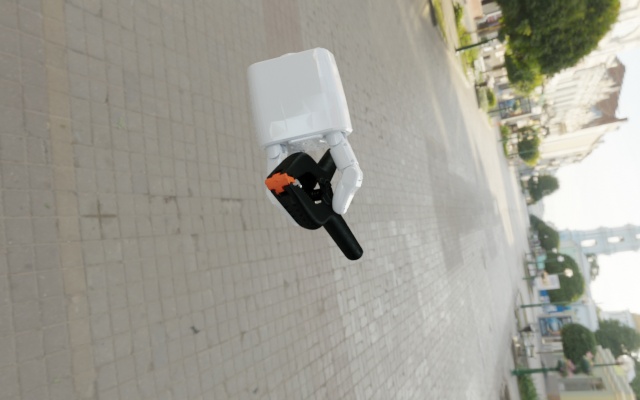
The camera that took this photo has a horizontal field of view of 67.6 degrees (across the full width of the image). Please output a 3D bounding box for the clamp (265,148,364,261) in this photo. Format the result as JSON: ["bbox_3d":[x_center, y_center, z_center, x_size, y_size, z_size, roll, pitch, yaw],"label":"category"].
[{"bbox_3d":[0.001,0.001,0.596,0.036,0.164,0.210,-17,-7,22],"label":"clamp"}]
